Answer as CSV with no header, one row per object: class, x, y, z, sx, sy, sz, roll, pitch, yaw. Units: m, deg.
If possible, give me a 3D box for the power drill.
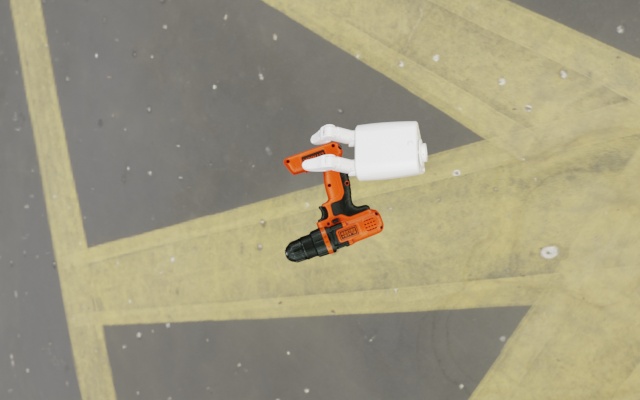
power drill,0.000,0.002,0.853,0.184,0.187,0.057,-21,3,-3
